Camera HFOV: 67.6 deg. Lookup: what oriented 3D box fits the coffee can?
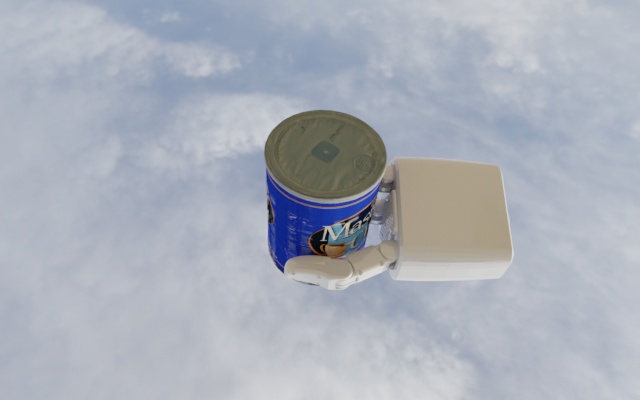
[{"bbox_3d":[0.000,0.001,0.450,0.103,0.102,0.140,0,-38,-5],"label":"coffee can"}]
